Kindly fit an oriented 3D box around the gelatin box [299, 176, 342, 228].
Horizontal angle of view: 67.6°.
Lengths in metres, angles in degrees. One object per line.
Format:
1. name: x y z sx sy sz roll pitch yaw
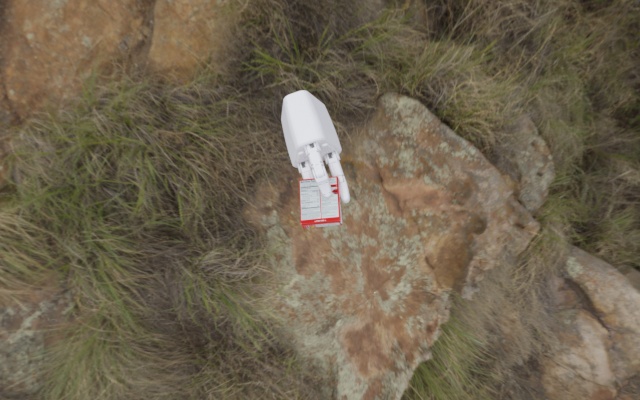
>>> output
1. gelatin box: 0.000 0.003 0.869 0.073 0.089 0.030 -6 -20 7
